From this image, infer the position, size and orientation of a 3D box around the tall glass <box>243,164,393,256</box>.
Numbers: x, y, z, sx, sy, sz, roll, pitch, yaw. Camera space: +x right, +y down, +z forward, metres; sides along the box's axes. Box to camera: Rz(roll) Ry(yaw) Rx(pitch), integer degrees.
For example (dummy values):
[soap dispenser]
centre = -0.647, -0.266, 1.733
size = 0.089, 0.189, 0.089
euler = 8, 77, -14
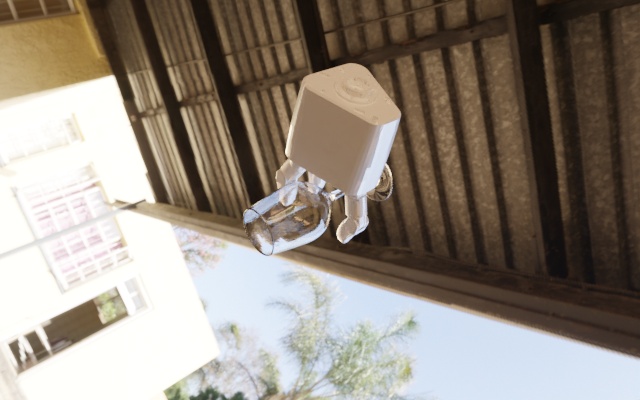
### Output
[tall glass]
centre = 0.001, 0.002, 0.621
size = 0.201, 0.079, 0.079
euler = -26, 15, -33
